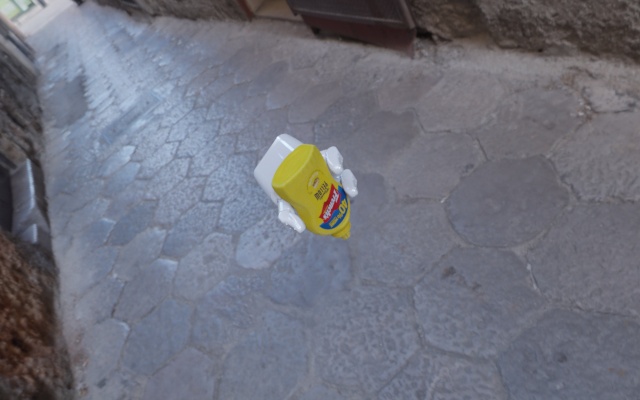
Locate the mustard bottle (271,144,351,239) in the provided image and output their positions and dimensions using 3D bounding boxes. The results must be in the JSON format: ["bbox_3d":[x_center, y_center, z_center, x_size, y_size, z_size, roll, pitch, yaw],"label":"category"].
[{"bbox_3d":[0.000,0.003,0.806,0.058,0.096,0.192,9,-34,43],"label":"mustard bottle"}]
